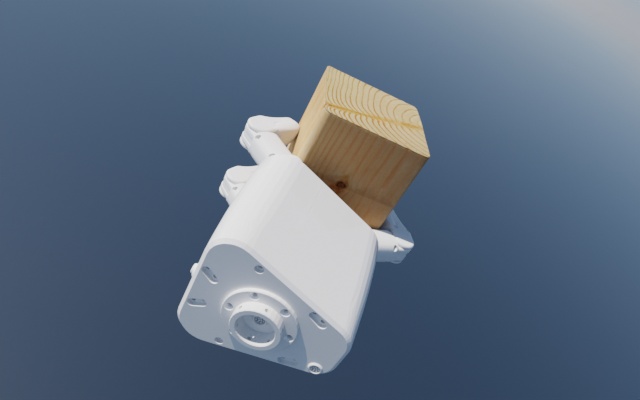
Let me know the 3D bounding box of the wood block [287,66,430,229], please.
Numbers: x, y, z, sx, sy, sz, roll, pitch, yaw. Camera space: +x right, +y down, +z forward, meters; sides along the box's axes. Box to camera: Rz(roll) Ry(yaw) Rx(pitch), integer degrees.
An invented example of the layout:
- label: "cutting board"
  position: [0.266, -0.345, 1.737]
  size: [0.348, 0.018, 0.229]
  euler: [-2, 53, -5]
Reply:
- label: "wood block"
  position: [0.000, 0.002, 0.434]
  size: [0.091, 0.206, 0.090]
  euler: [22, 34, -14]
